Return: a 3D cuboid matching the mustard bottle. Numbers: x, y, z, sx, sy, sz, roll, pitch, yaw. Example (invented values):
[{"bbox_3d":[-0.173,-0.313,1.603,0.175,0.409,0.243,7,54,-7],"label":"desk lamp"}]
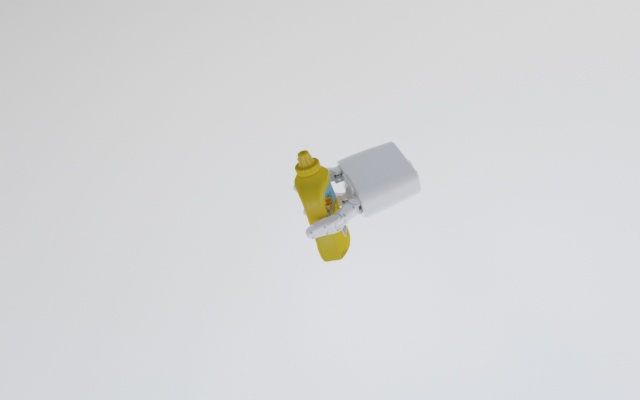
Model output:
[{"bbox_3d":[0.000,0.003,0.793,0.058,0.192,0.096,-9,33,15],"label":"mustard bottle"}]
